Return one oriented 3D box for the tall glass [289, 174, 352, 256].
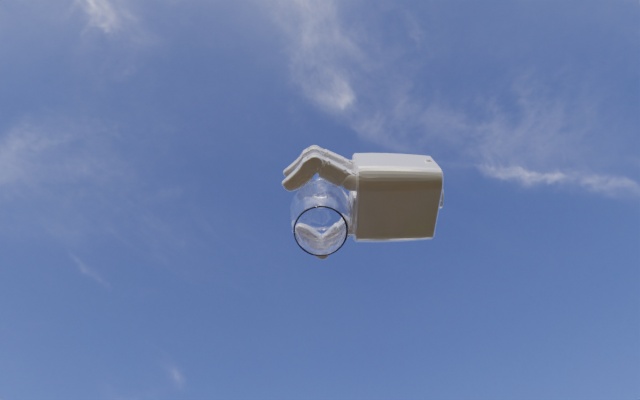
[{"bbox_3d":[0.000,0.002,0.628,0.079,0.079,0.201,0,19,0],"label":"tall glass"}]
